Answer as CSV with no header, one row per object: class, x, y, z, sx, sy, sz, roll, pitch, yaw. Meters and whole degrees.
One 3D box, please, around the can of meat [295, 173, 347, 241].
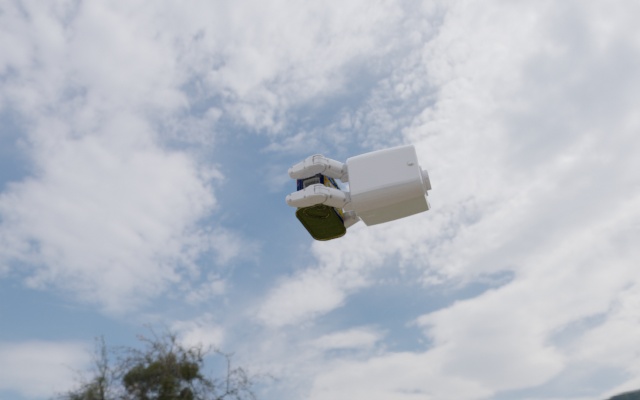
can of meat,0.000,0.002,0.760,0.057,0.084,0.102,-16,-38,16
